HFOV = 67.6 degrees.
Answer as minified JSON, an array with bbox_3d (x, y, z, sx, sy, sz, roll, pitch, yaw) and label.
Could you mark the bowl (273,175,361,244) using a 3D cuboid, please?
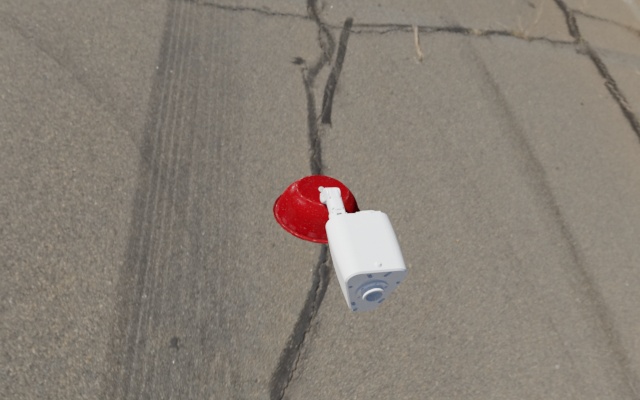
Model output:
[{"bbox_3d":[0.000,0.002,0.834,0.162,0.055,0.162,7,35,-5],"label":"bowl"}]
